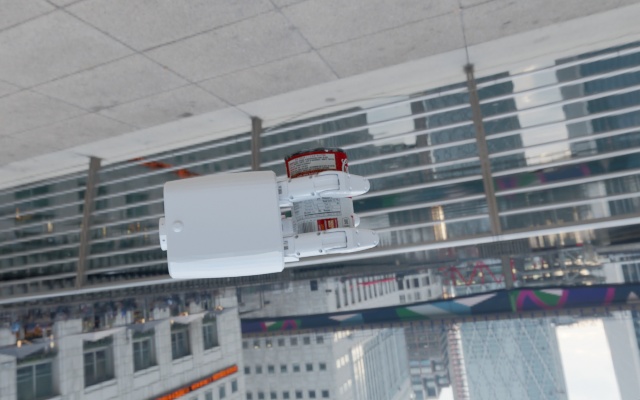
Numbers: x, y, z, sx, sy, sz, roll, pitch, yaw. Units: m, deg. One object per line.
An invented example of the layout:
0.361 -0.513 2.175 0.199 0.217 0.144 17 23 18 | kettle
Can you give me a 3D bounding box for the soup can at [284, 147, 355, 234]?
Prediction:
0.001 0.002 0.505 0.068 0.102 0.068 -6 -9 -1 | soup can
